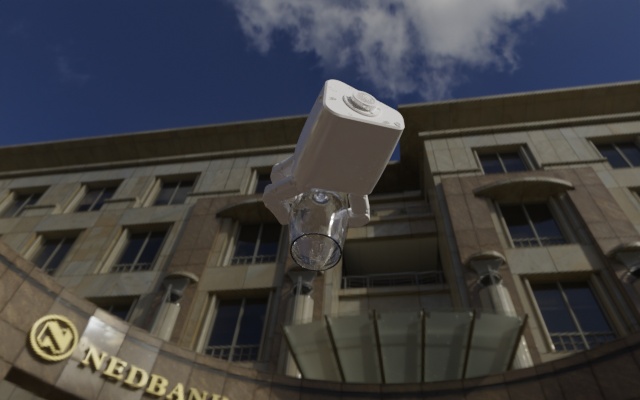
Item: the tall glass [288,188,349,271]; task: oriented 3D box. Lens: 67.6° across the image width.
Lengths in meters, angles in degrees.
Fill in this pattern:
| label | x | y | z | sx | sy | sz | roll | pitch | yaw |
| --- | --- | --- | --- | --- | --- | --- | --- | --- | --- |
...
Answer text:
| label | x | y | z | sx | sy | sz | roll | pitch | yaw |
| --- | --- | --- | --- | --- | --- | --- | --- | --- | --- |
| tall glass | 0.000 | 0.002 | 0.642 | 0.079 | 0.079 | 0.201 | 0 | 37 | 4 |
